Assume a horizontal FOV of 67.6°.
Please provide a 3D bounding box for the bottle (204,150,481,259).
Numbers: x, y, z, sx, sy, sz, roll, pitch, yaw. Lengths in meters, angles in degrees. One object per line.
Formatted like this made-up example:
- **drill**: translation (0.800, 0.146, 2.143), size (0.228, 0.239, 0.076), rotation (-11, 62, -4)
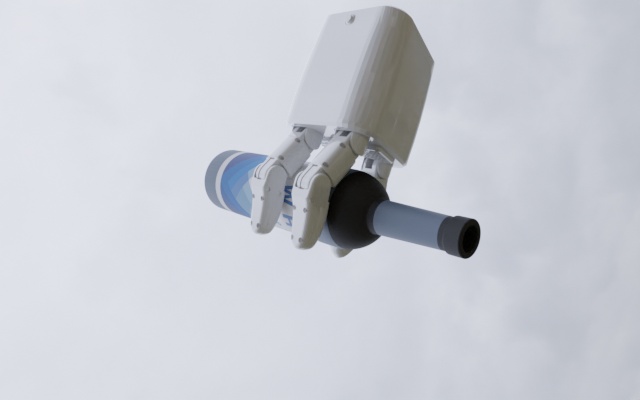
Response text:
- **bottle**: translation (0.000, 0.001, 0.420), size (0.069, 0.069, 0.295), rotation (0, 9, -43)
